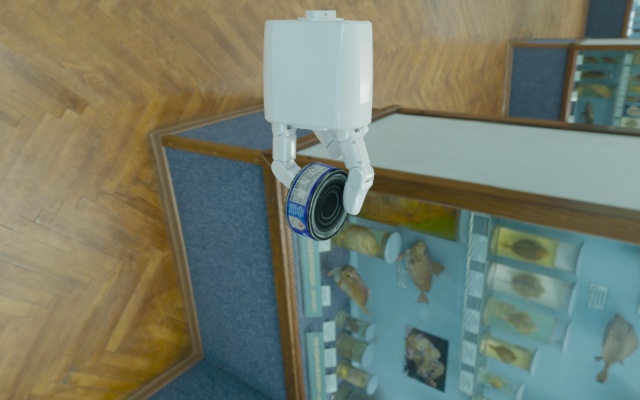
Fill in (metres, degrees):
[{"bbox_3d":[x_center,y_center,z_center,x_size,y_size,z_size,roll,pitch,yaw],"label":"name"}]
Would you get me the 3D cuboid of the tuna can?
[{"bbox_3d":[0.001,0.002,0.535,0.033,0.086,0.086,19,11,33],"label":"tuna can"}]
